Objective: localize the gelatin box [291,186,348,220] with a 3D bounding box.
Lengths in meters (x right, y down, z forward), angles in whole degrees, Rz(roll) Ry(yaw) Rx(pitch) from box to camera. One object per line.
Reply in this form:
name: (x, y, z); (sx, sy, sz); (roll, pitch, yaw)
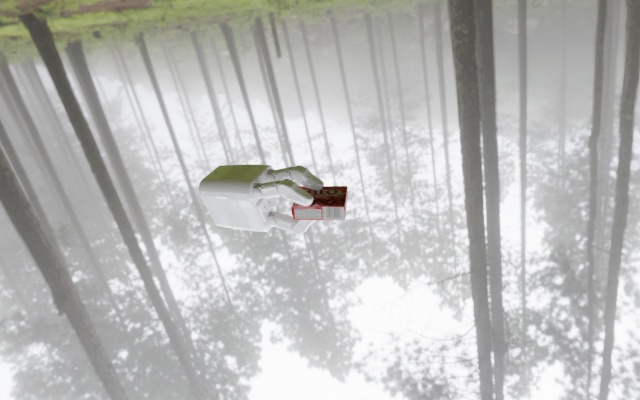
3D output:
gelatin box: (0.000, 0.003, 0.808); (0.089, 0.030, 0.073); (1, 29, 7)
